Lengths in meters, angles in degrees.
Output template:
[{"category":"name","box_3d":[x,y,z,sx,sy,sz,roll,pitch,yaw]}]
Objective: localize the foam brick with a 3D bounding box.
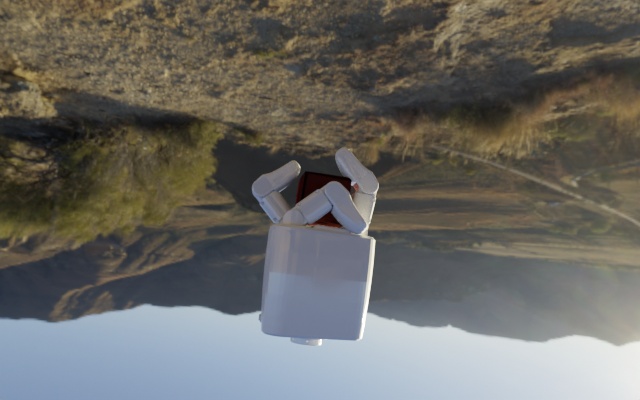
[{"category":"foam brick","box_3d":[0.000,0.002,0.536,0.053,0.051,0.078,8,-8,-6]}]
